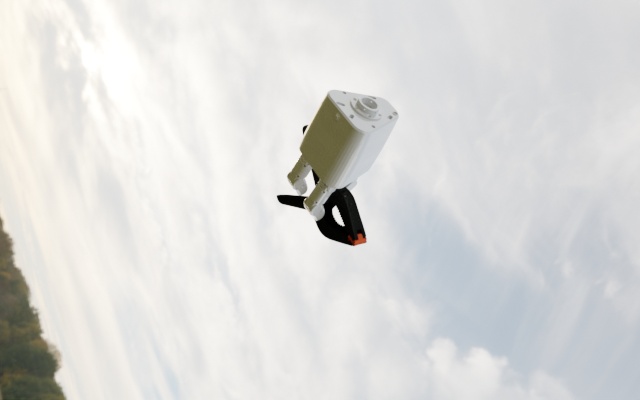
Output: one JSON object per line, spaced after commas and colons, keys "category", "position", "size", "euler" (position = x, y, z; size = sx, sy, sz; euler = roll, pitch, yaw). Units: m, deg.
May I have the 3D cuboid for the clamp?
{"category": "clamp", "position": [0.001, 0.003, 0.785], "size": [0.036, 0.210, 0.165], "euler": [-11, -35, -38]}
